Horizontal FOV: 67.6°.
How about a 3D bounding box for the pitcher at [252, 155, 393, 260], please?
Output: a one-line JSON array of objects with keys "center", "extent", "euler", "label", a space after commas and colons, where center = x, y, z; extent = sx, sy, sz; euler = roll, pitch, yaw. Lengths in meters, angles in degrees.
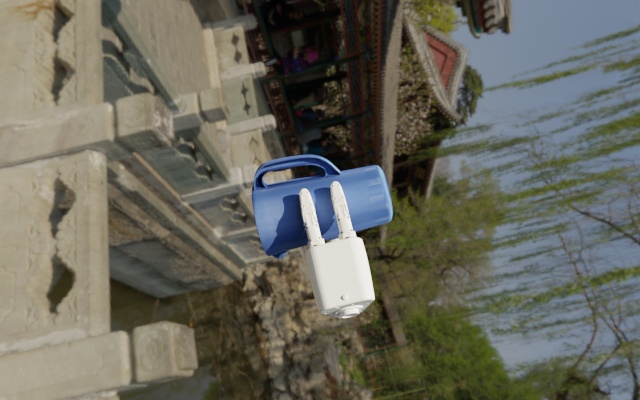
[{"center": [0.000, 0.003, 0.869], "extent": [0.243, 0.145, 0.149], "euler": [-13, -26, 1], "label": "pitcher"}]
